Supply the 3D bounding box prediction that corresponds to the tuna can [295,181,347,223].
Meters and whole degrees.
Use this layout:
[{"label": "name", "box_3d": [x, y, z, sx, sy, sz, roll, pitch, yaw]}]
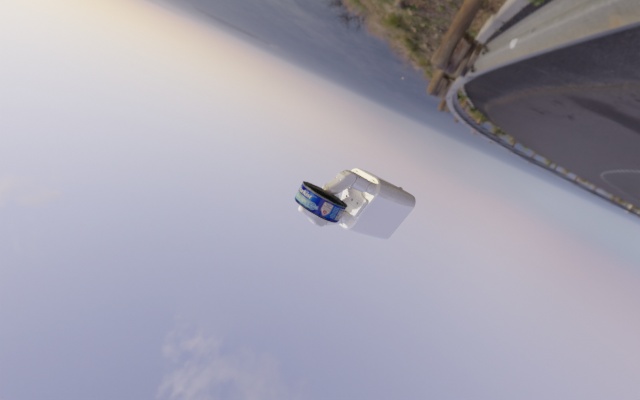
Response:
[{"label": "tuna can", "box_3d": [0.000, 0.003, 0.801, 0.086, 0.034, 0.086, 28, 9, -5]}]
